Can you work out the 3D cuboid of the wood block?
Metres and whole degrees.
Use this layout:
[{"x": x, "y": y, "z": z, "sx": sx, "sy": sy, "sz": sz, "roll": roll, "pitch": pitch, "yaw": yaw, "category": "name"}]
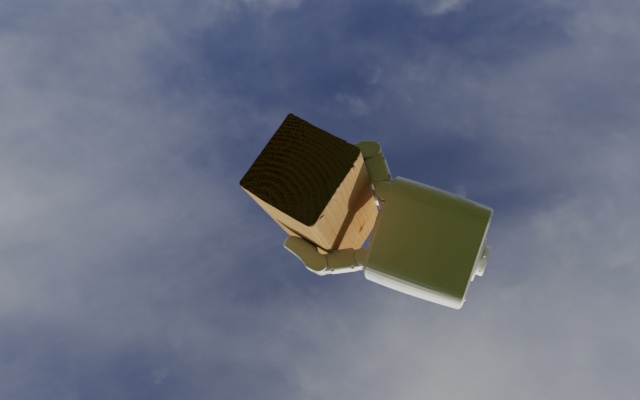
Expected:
[{"x": 0.000, "y": 0.002, "z": 0.545, "sx": 0.090, "sy": 0.091, "sz": 0.206, "roll": 30, "pitch": -11, "yaw": 20, "category": "wood block"}]
